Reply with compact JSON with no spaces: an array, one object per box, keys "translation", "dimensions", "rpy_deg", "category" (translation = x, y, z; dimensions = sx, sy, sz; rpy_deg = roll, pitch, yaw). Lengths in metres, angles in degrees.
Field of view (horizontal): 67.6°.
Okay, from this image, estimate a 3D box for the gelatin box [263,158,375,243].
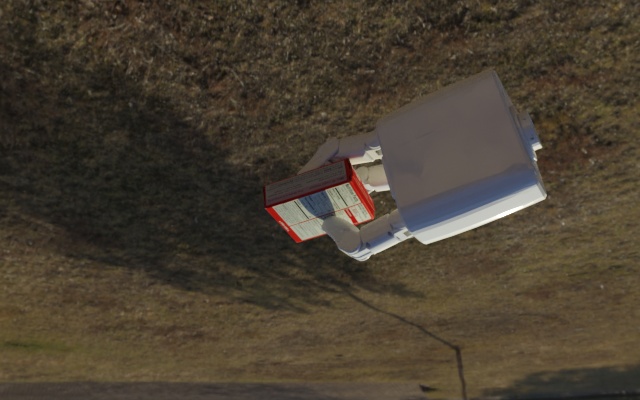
[{"translation":[0.000,0.002,0.463],"dimensions":[0.089,0.030,0.073],"rpy_deg":[-18,-37,14],"category":"gelatin box"}]
